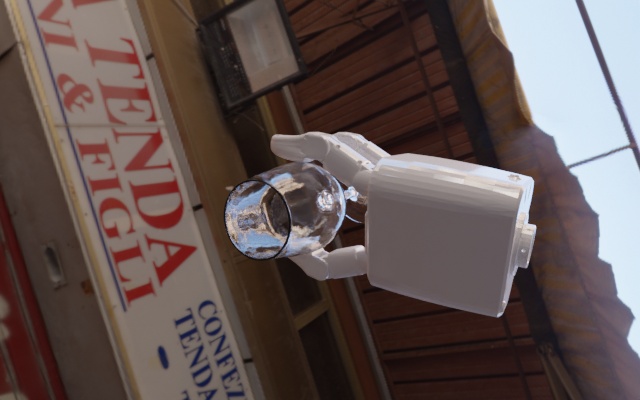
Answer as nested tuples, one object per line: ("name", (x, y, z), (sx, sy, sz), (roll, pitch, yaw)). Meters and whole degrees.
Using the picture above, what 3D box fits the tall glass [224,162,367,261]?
("tall glass", (0.000, 0.001, 0.438), (0.079, 0.079, 0.201), (0, 8, 29))
